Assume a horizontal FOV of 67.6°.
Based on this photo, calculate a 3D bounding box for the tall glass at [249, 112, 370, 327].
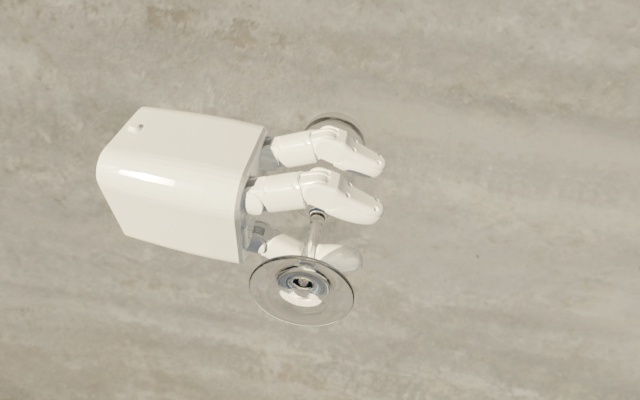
[{"bbox_3d":[0.000,0.002,0.404,0.079,0.079,0.201,0,40,11],"label":"tall glass"}]
